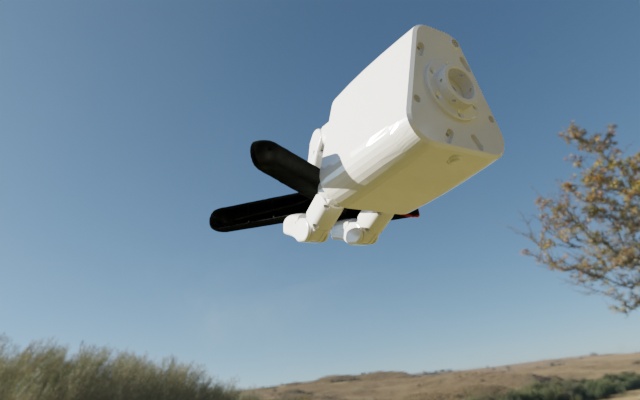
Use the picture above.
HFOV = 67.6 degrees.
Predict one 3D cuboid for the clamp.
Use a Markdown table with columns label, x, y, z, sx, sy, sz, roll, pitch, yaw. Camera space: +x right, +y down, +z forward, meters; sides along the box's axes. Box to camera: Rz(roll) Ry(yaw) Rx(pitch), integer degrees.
| label | x | y | z | sx | sy | sz | roll | pitch | yaw |
| --- | --- | --- | --- | --- | --- | --- | --- | --- | --- |
| clamp | 0.001 | 0.001 | 0.470 | 0.210 | 0.036 | 0.165 | 7 | -24 | -30 |
